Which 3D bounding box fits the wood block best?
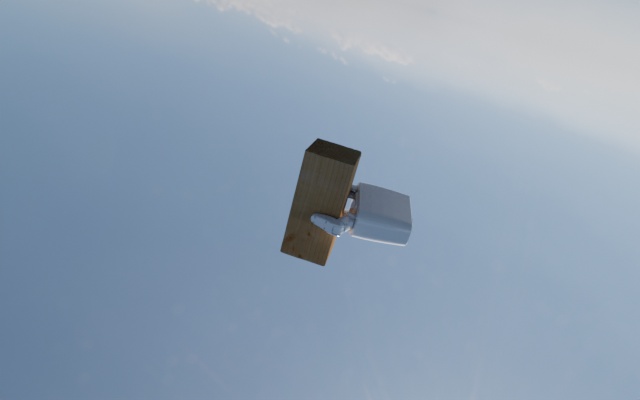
[{"bbox_3d":[0.000,0.003,0.881,0.090,0.206,0.090,18,24,6],"label":"wood block"}]
